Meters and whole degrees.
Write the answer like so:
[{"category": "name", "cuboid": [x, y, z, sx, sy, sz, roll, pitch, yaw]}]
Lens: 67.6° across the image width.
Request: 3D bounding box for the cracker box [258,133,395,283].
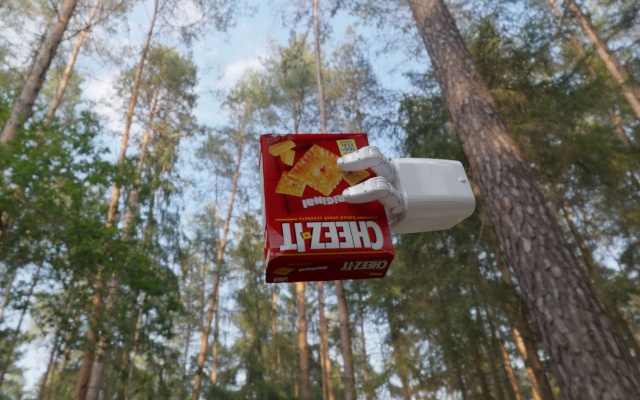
[{"category": "cracker box", "cuboid": [0.000, 0.002, 0.669, 0.164, 0.213, 0.072, -1, -35, -10]}]
